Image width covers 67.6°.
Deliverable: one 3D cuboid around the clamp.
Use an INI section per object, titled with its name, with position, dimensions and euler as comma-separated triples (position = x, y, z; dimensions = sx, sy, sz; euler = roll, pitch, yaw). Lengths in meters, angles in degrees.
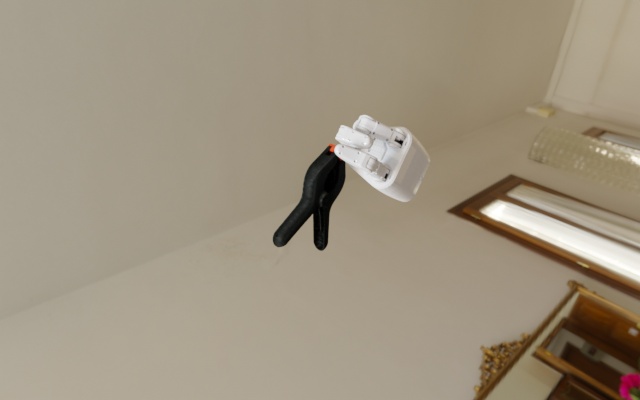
[clamp]
position = 0.000, 0.002, 0.725
dimensions = 0.039, 0.171, 0.120
euler = 28, 0, 29
